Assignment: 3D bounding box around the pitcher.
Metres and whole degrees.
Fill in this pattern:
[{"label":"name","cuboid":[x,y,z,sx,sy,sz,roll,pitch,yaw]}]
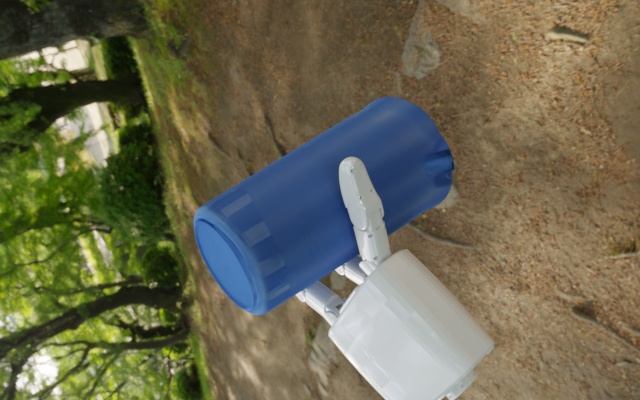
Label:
[{"label":"pitcher","cuboid":[0.000,0.002,0.475,0.242,0.145,0.149,-31,-24,-30]}]
